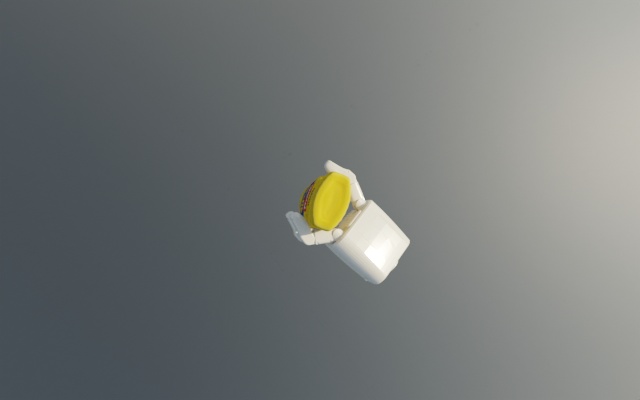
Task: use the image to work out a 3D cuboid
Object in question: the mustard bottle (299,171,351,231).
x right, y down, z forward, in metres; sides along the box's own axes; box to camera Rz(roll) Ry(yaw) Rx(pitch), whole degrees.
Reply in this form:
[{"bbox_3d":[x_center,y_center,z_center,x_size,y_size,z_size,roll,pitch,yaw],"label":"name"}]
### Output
[{"bbox_3d":[0.000,0.003,0.849,0.058,0.096,0.191,20,-5,-10],"label":"mustard bottle"}]
